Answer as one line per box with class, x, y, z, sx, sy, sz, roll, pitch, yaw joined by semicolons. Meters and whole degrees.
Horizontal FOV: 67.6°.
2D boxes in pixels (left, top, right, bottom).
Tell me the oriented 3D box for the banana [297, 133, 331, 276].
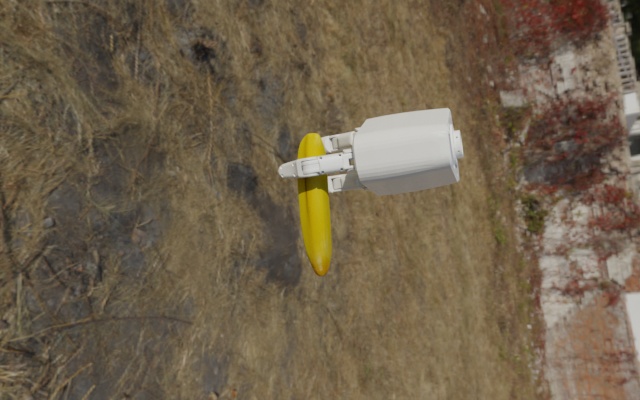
banana;-0.005;-0.006;0.604;0.037;0.197;0.070;-7;-17;15
